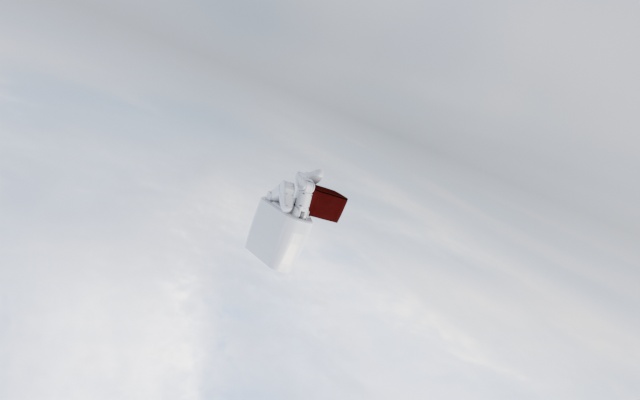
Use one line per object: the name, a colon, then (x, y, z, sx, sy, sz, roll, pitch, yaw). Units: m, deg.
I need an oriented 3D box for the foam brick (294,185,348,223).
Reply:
foam brick: (0.000, 0.003, 0.896, 0.078, 0.051, 0.053, 16, 10, -30)
